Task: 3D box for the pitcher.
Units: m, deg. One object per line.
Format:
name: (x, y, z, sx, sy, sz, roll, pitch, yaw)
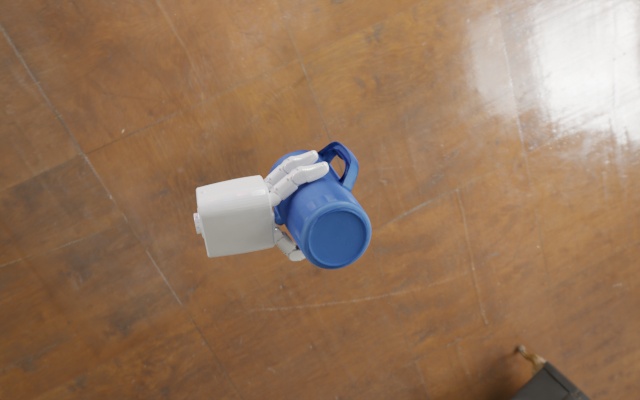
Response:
pitcher: (0.000, 0.003, 0.781, 0.145, 0.149, 0.242, -10, 23, -12)
